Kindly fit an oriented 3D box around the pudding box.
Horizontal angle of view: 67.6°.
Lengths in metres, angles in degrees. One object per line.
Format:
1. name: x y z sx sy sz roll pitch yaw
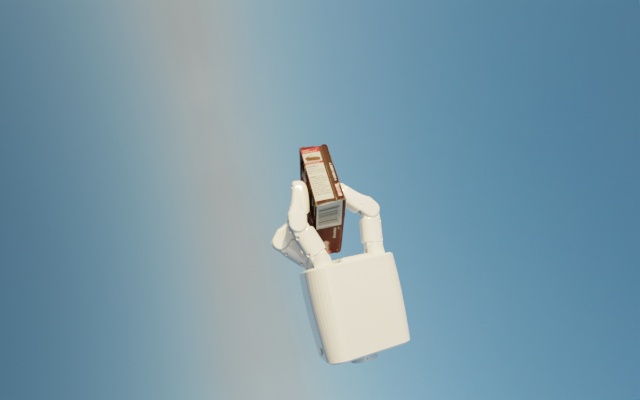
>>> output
1. pudding box: 0.000 0.002 0.585 0.039 0.090 0.114 -10 -37 -11
